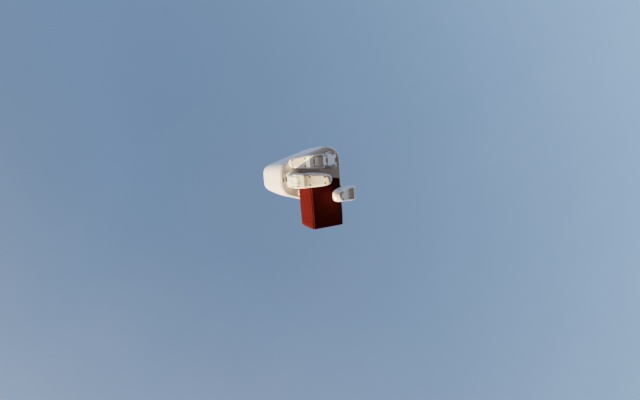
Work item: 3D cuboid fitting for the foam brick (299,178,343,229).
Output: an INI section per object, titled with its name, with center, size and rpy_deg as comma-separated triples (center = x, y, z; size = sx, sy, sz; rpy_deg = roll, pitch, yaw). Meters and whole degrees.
[foam brick]
center = 0.000, 0.003, 0.773
size = 0.053, 0.078, 0.051
rpy_deg = -7, 7, -24
